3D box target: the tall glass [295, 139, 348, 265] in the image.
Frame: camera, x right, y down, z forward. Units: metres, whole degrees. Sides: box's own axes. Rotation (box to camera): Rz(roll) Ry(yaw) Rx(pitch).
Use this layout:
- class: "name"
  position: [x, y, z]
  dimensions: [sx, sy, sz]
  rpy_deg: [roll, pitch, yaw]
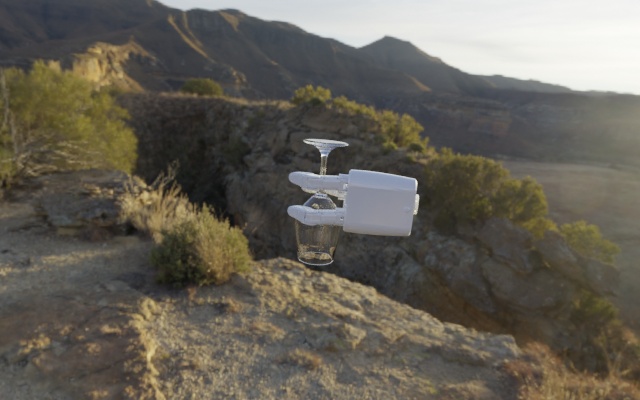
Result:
- class: "tall glass"
  position: [0.000, 0.002, 0.793]
  dimensions: [0.079, 0.201, 0.079]
  rpy_deg: [5, 13, -1]
